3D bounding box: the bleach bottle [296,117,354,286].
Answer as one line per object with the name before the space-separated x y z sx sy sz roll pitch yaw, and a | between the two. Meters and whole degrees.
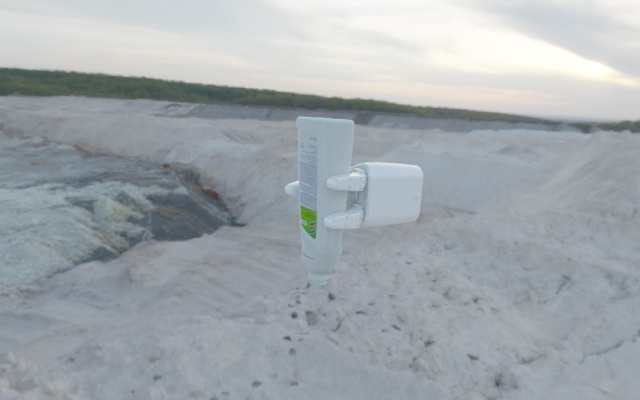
bleach bottle | 0.000 0.002 0.724 0.068 0.251 0.102 -1 12 -25
